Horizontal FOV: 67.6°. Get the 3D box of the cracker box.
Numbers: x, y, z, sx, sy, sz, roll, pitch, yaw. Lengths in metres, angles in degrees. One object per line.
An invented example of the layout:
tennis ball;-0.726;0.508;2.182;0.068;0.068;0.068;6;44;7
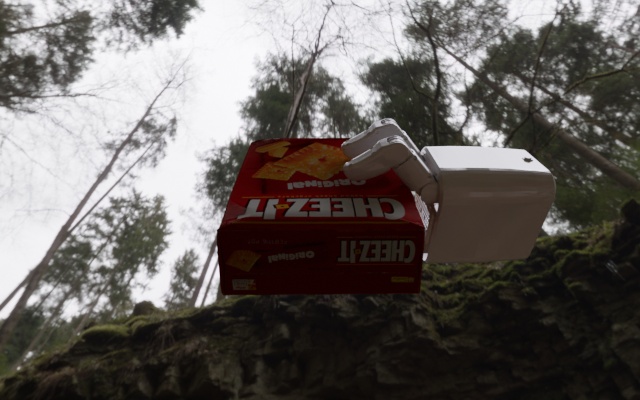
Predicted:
cracker box;0.000;0.002;0.468;0.164;0.072;0.213;-1;26;0
